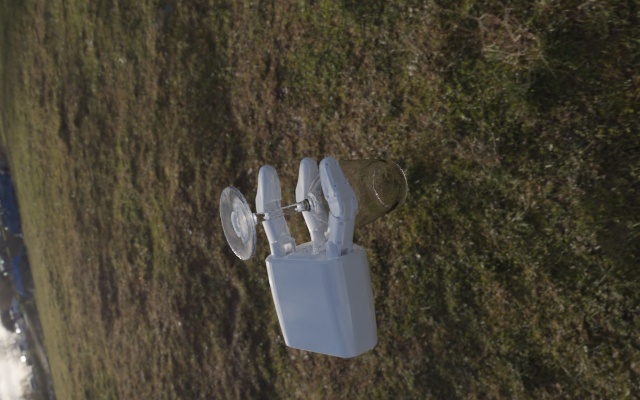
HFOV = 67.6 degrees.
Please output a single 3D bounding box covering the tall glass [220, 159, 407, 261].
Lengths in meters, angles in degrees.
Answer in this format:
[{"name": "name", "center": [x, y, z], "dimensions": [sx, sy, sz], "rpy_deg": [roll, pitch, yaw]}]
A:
[{"name": "tall glass", "center": [0.000, 0.002, 0.514], "dimensions": [0.201, 0.079, 0.079], "rpy_deg": [-15, 8, -32]}]
